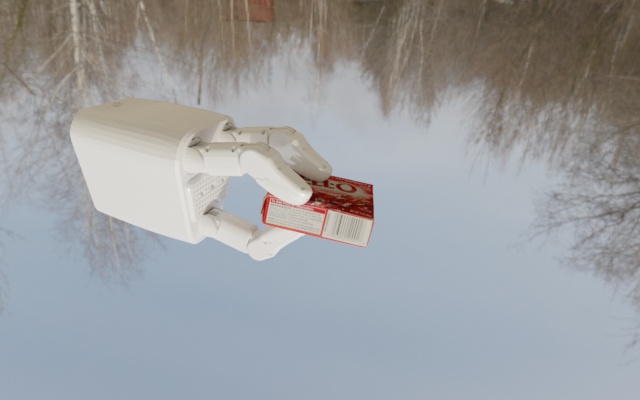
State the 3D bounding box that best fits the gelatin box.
[{"bbox_3d":[0.000,0.002,0.406,0.089,0.030,0.073,13,24,-1],"label":"gelatin box"}]
